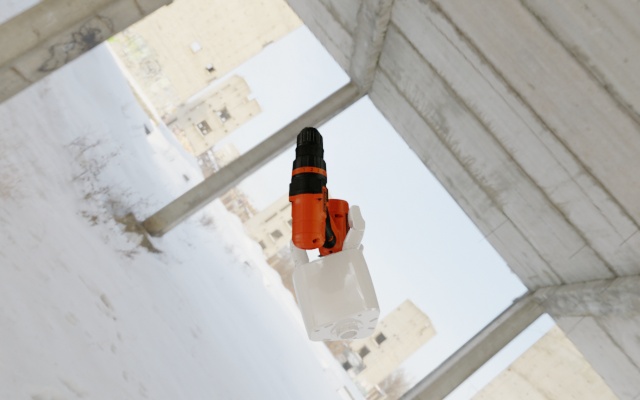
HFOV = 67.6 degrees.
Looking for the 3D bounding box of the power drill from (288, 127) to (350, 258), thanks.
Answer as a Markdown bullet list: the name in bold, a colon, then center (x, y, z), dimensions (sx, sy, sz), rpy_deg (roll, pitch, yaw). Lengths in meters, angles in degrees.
- **power drill**: center (0.000, 0.003, 0.740), dimensions (0.057, 0.184, 0.188), rpy_deg (-4, -21, 16)
